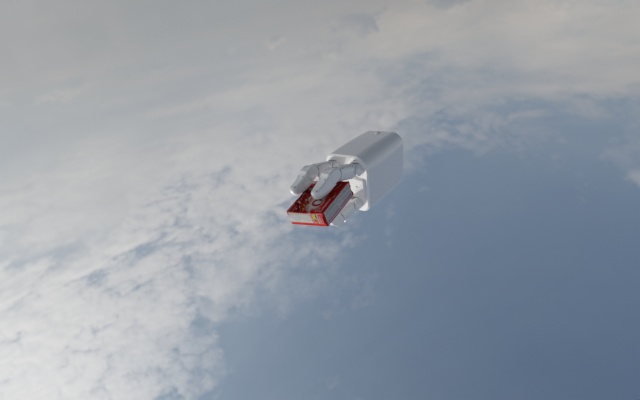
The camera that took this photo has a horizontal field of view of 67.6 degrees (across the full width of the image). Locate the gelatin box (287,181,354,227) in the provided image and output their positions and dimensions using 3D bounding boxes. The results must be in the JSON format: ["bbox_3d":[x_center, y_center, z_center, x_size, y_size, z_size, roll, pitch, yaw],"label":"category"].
[{"bbox_3d":[0.000,0.003,0.765,0.073,0.030,0.089,2,38,37],"label":"gelatin box"}]
